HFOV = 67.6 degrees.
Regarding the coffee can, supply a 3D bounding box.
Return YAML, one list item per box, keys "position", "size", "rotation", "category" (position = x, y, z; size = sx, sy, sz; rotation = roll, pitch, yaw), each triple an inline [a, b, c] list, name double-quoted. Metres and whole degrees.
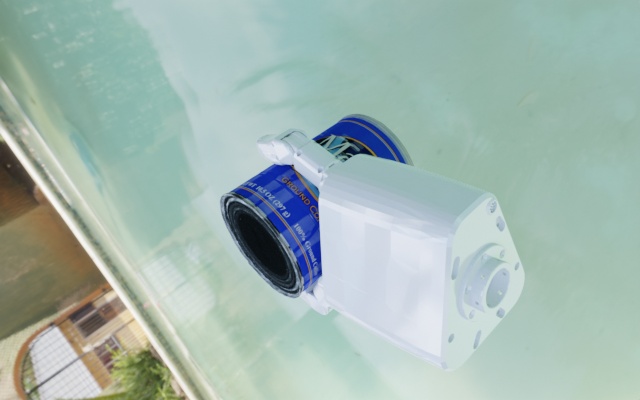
- position: [0.000, 0.001, 0.417]
  size: [0.140, 0.103, 0.103]
  rotation: [-36, 18, -27]
  category: "coffee can"
